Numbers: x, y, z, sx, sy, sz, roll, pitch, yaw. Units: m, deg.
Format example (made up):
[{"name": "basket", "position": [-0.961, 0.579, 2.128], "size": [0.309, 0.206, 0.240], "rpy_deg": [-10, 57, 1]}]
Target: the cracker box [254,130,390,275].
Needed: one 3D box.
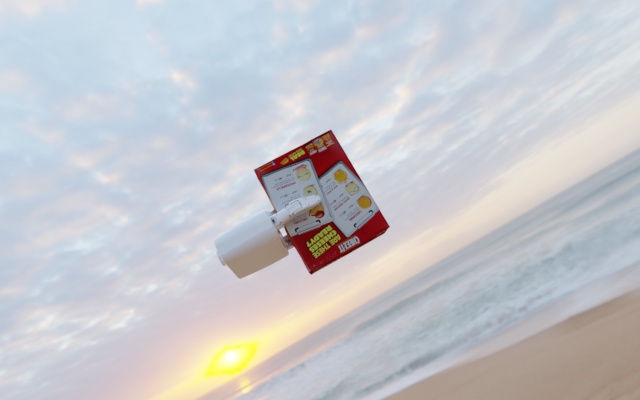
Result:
[{"name": "cracker box", "position": [0.000, 0.003, 0.875], "size": [0.164, 0.213, 0.072], "rpy_deg": [-28, -13, -6]}]
